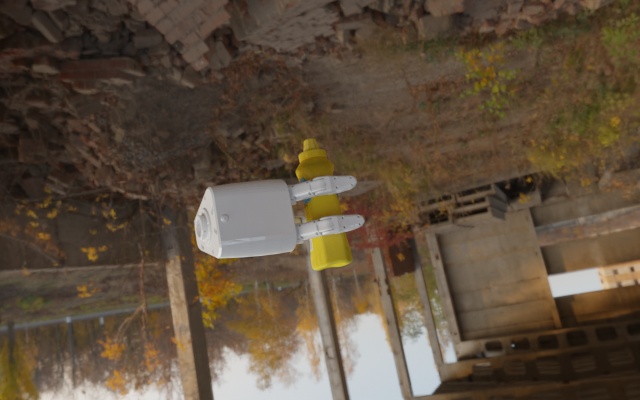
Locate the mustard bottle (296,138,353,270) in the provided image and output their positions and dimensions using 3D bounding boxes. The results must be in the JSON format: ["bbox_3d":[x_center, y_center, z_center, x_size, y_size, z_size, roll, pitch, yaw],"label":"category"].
[{"bbox_3d":[0.000,0.002,0.696,0.058,0.191,0.096,-10,-10,-6],"label":"mustard bottle"}]
